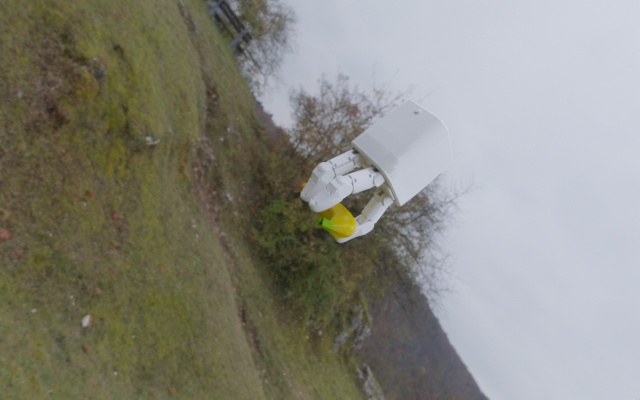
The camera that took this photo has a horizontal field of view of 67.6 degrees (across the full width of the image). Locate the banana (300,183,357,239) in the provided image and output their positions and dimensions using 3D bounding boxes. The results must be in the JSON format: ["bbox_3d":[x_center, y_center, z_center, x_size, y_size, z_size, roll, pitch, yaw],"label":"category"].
[{"bbox_3d":[0.014,0.015,0.688,0.070,0.037,0.197,43,3,-16],"label":"banana"}]
